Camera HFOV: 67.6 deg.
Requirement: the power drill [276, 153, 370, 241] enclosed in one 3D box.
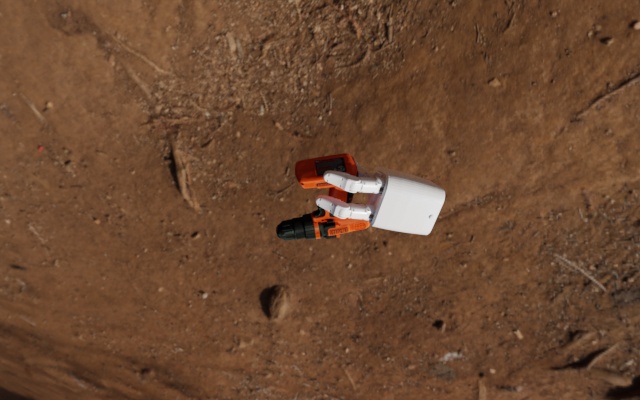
[{"bbox_3d":[0.000,0.003,0.874,0.184,0.057,0.188,-11,-37,-3],"label":"power drill"}]
